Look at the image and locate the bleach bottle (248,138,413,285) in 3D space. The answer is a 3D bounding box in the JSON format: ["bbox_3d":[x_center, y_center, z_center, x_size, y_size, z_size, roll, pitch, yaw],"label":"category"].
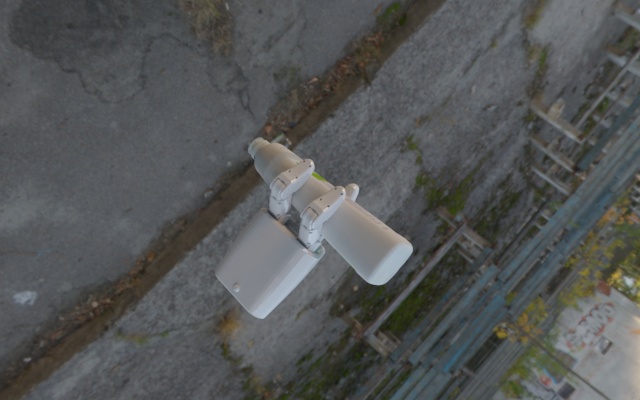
[{"bbox_3d":[0.000,0.002,0.622,0.250,0.068,0.102,41,5,23],"label":"bleach bottle"}]
